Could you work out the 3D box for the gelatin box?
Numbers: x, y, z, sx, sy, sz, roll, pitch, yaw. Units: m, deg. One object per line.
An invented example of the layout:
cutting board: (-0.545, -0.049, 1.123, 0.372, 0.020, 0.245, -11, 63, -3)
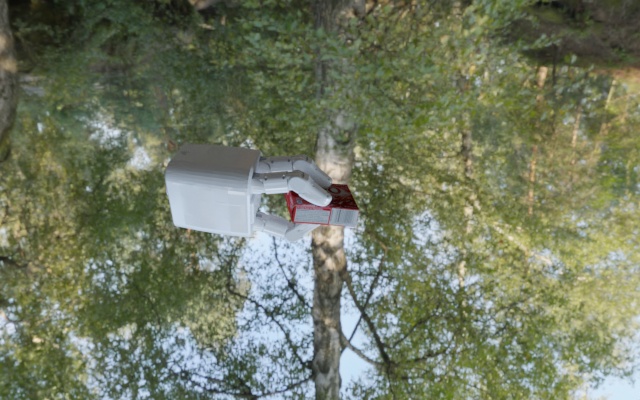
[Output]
gelatin box: (0.000, 0.003, 0.638, 0.089, 0.030, 0.073, 5, 27, -14)
